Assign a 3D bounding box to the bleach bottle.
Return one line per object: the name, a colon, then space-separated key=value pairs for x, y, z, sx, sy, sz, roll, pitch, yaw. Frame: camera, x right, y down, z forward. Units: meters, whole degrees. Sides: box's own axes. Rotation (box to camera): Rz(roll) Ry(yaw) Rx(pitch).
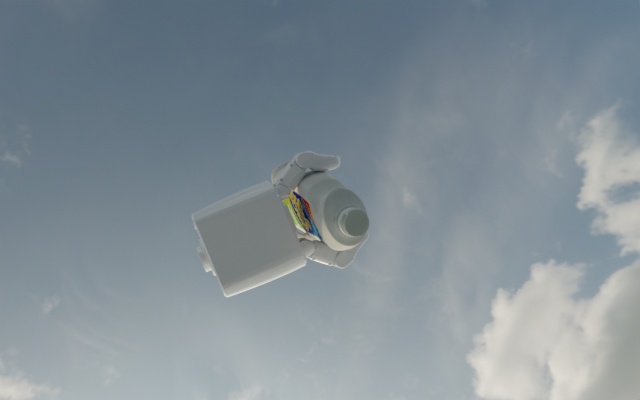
bleach bottle: x=0.000 y=0.002 z=0.613 sx=0.068 sy=0.102 sz=0.251 roll=-21 pitch=12 yaw=-13
